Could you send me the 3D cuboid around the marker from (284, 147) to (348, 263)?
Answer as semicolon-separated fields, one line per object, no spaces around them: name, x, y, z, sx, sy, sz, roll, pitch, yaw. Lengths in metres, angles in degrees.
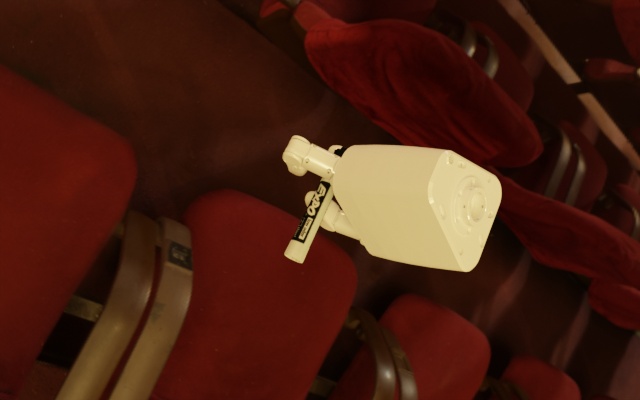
marker;0.000;0.001;0.456;0.020;0.121;0.020;24;-16;7
